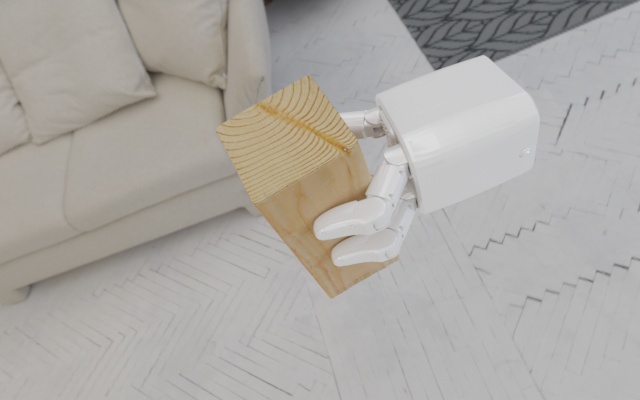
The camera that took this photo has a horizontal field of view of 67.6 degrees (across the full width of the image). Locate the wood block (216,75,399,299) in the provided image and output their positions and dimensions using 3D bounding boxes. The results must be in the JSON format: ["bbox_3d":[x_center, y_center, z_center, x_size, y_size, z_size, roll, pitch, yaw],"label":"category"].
[{"bbox_3d":[0.000,0.001,0.443,0.090,0.090,0.206,-30,-35,-1],"label":"wood block"}]
